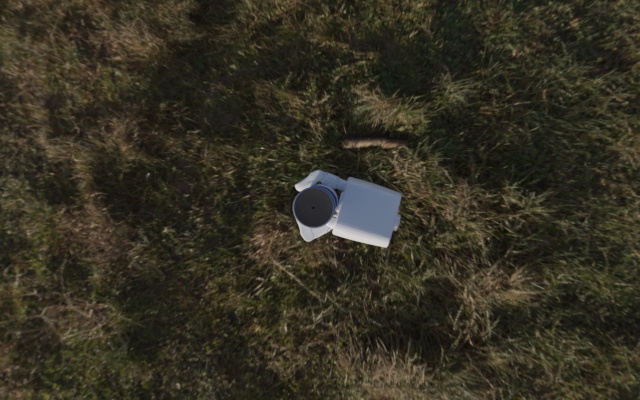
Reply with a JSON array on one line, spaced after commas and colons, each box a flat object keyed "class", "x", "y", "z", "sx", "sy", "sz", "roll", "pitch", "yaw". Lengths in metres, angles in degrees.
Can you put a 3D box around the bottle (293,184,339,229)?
[{"class": "bottle", "x": 0.000, "y": 0.003, "z": 0.900, "sx": 0.069, "sy": 0.069, "sz": 0.295, "roll": 0, "pitch": 3, "yaw": 4}]
